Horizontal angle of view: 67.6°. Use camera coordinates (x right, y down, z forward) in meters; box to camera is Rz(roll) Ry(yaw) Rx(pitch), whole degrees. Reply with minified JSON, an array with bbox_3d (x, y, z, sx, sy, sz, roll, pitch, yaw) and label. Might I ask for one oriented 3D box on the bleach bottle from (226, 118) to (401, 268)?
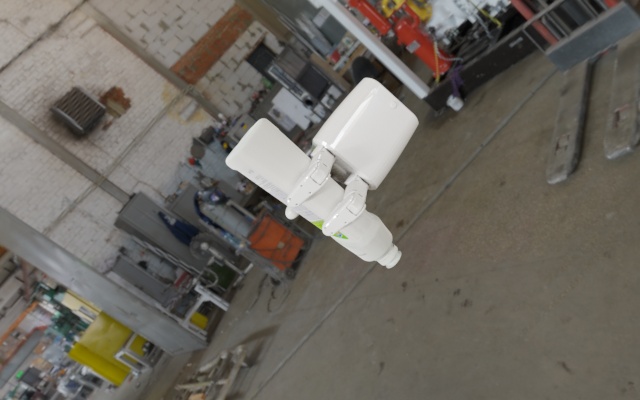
[{"bbox_3d":[0.000,0.002,0.612,0.251,0.068,0.102,39,-11,-14],"label":"bleach bottle"}]
